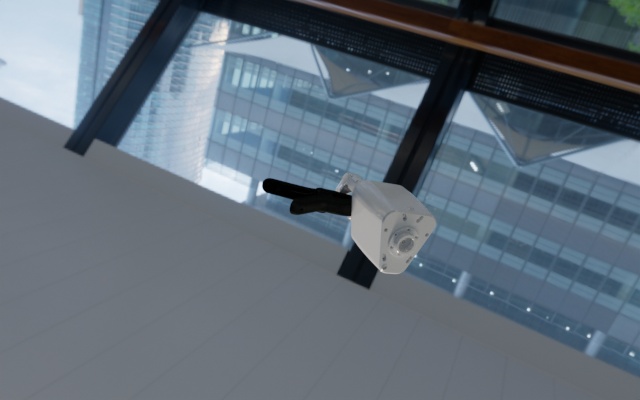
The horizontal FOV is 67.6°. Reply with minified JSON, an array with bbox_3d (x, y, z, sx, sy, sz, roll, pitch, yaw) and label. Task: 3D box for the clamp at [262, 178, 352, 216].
[{"bbox_3d":[0.000,0.003,0.763,0.171,0.039,0.120,7,22,-23],"label":"clamp"}]
